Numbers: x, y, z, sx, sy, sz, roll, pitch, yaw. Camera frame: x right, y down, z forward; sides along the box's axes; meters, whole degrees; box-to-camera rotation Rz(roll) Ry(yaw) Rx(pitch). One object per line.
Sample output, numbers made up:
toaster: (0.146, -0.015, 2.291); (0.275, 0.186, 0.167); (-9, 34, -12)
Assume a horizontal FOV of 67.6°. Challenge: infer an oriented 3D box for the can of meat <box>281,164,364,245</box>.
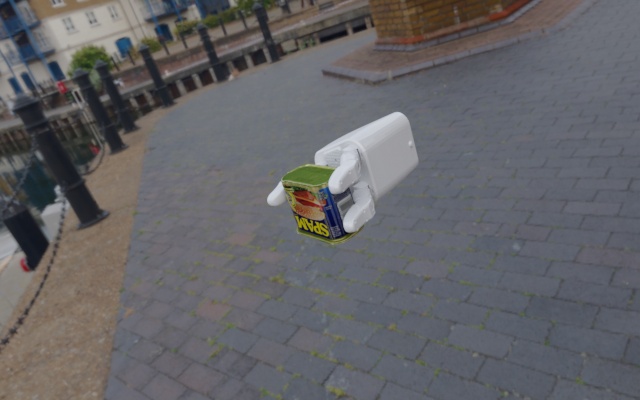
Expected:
can of meat: (0.000, 0.002, 0.629); (0.057, 0.084, 0.102); (-33, 27, -29)
